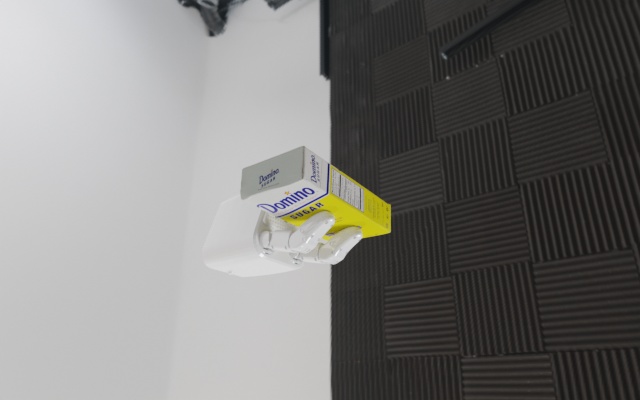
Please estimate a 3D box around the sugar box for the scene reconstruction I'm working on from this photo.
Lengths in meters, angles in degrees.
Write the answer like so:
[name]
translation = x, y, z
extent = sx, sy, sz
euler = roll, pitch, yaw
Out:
[sugar box]
translation = 0.000, 0.002, 0.561
extent = 0.093, 0.048, 0.176
euler = -16, -28, 35
